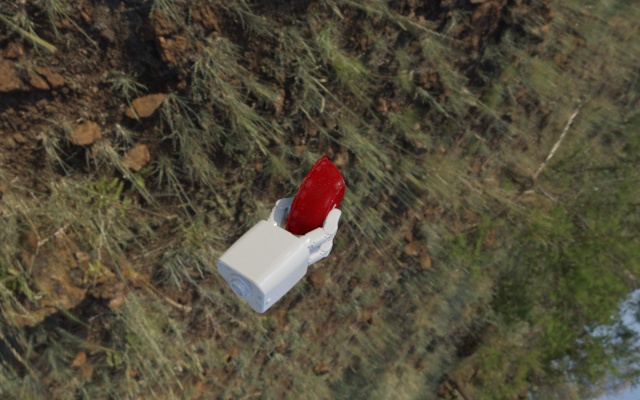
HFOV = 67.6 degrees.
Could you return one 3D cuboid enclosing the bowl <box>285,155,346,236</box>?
[{"bbox_3d":[0.001,0.002,0.851,0.055,0.162,0.162,26,5,11],"label":"bowl"}]
